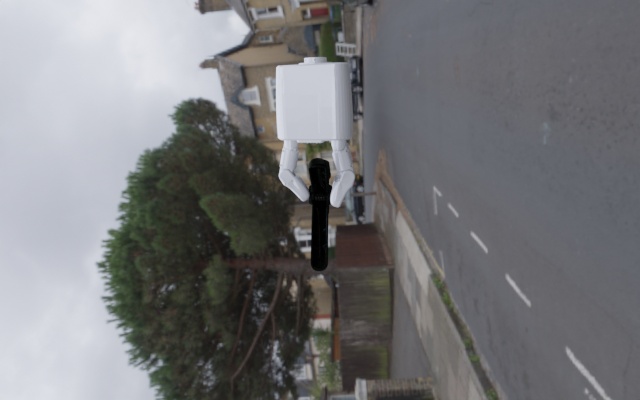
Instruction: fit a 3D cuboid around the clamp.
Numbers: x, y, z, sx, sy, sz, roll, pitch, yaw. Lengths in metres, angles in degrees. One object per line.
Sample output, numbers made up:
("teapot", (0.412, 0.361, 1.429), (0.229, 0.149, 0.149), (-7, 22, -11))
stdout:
("clamp", (-0.001, 0.002, 0.737), (0.036, 0.164, 0.210), (1, 14, 2))
